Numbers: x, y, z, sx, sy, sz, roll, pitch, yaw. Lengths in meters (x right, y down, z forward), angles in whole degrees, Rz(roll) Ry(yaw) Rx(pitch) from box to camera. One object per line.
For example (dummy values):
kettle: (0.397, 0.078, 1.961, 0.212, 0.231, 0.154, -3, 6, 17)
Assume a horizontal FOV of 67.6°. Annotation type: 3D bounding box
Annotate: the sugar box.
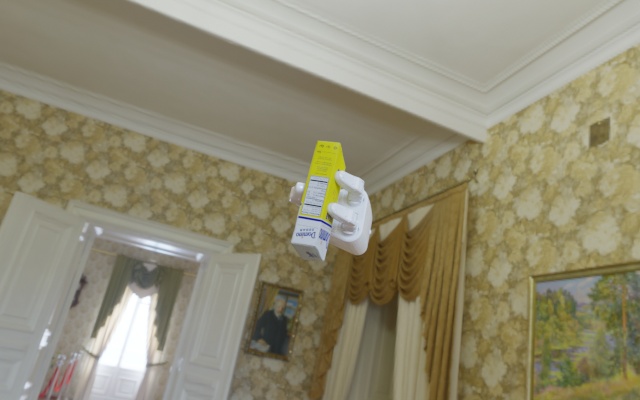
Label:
sugar box: (0.001, 0.003, 0.766, 0.048, 0.176, 0.093, 7, -20, 12)
